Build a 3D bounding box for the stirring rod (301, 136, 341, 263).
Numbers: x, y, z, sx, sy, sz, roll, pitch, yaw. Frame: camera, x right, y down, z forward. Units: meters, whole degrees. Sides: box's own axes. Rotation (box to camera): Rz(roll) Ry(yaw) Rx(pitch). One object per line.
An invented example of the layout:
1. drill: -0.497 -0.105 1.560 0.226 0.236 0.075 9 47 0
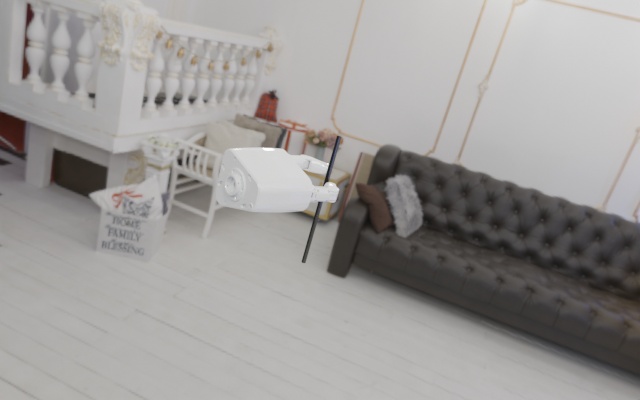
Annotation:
1. stirring rod: 0.000 0.003 0.839 0.011 0.239 0.011 14 18 -5
